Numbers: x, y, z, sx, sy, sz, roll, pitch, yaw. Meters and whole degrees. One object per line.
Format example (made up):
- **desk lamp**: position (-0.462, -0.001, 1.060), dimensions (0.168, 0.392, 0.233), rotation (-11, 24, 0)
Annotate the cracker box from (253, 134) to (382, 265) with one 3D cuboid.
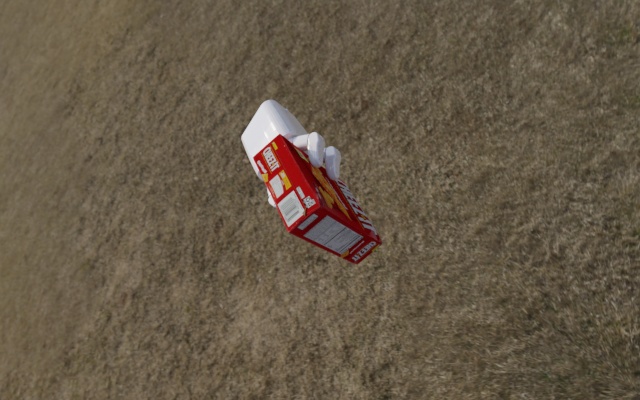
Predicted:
- **cracker box**: position (0.000, 0.003, 0.802), dimensions (0.072, 0.164, 0.214), rotation (-40, -36, 14)
